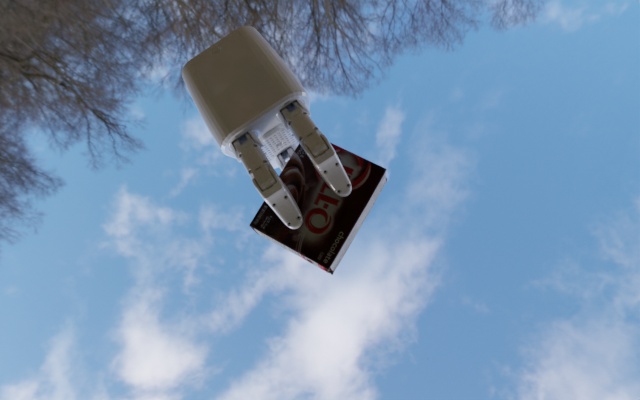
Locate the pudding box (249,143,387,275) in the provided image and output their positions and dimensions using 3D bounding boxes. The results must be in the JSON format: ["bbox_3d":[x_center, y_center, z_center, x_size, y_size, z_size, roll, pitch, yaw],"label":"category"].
[{"bbox_3d":[0.000,0.002,0.465,0.090,0.113,0.039,27,-10,18],"label":"pudding box"}]
